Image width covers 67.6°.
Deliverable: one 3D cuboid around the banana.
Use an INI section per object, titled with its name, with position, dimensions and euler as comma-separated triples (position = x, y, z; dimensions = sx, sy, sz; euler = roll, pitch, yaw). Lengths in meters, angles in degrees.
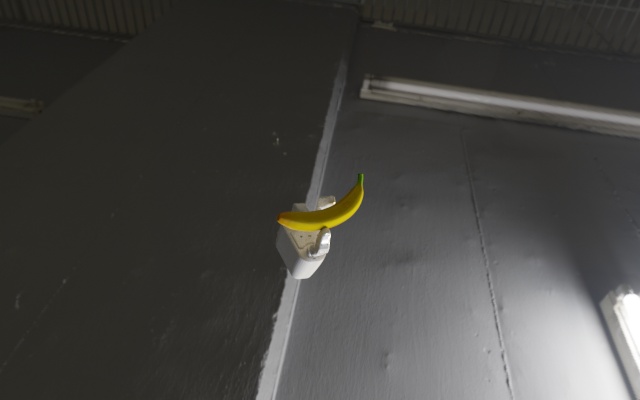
[banana]
position = 0.011, 0.018, 0.897
dimensions = 0.197, 0.069, 0.037
euler = -28, 2, -26
